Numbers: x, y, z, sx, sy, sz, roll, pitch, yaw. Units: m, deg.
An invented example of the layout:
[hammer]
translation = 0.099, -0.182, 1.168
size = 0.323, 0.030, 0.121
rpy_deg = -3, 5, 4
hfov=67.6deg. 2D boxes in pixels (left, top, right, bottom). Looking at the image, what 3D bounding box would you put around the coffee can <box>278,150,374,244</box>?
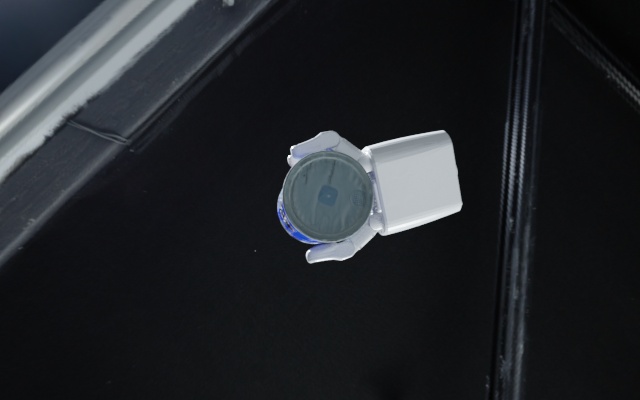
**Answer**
[coffee can]
translation = 0.000, 0.002, 0.595
size = 0.103, 0.103, 0.140
rpy_deg = 0, -6, -8
